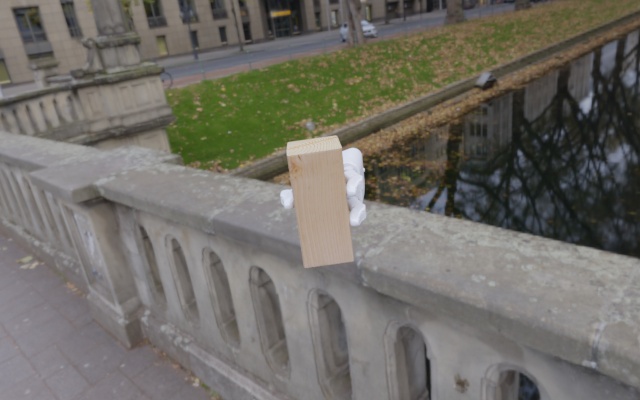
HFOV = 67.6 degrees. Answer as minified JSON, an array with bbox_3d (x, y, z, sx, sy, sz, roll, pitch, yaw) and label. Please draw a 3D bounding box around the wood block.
[{"bbox_3d":[0.000,0.002,0.834,0.091,0.206,0.090,-8,22,-1],"label":"wood block"}]
